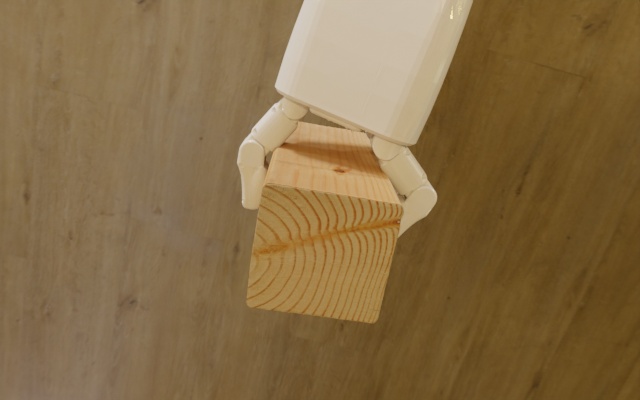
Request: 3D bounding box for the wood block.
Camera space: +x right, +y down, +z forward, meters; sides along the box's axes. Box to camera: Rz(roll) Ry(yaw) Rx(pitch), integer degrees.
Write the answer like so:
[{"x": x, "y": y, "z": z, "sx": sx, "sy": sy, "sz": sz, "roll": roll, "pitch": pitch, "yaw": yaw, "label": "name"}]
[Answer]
[{"x": 0.000, "y": 0.001, "z": 0.400, "sx": 0.091, "sy": 0.090, "sz": 0.206, "roll": 9, "pitch": 20, "yaw": -4, "label": "wood block"}]
